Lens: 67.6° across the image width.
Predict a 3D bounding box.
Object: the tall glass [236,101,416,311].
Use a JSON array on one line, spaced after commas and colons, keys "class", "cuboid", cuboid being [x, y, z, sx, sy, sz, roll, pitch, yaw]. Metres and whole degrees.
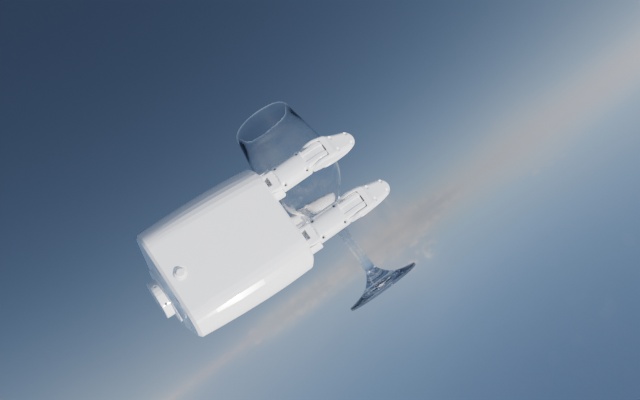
[{"class": "tall glass", "cuboid": [0.001, 0.002, 0.458, 0.079, 0.201, 0.079, -35, -8, -6]}]
